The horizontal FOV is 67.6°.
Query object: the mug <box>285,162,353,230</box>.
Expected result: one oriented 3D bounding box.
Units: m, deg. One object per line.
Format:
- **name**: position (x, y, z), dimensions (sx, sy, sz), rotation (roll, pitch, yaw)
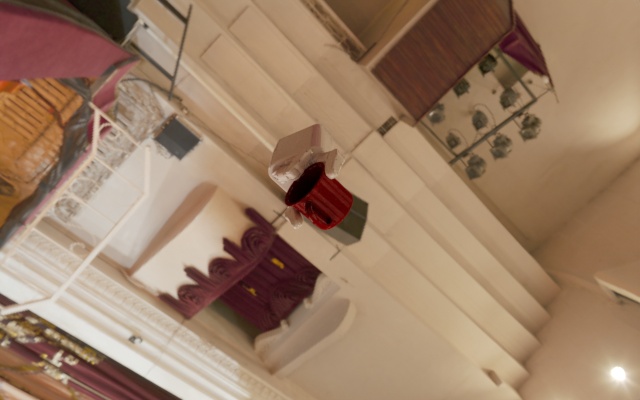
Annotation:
- **mug**: position (0.000, 0.004, 0.796), dimensions (0.093, 0.081, 0.117), rotation (-38, 26, 24)
